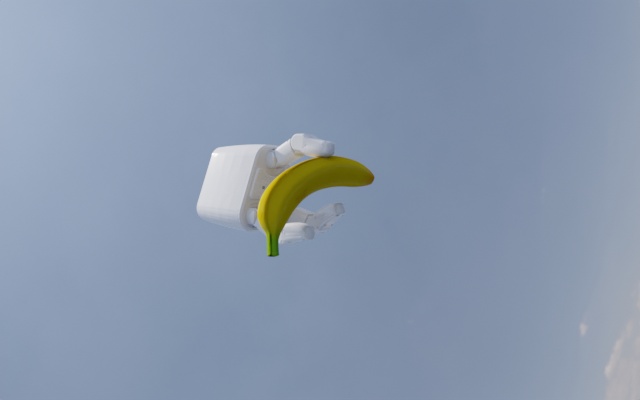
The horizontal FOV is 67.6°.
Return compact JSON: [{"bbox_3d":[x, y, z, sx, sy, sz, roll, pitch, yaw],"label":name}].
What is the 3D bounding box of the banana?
[{"bbox_3d":[-0.008,-0.014,0.541,0.037,0.070,0.197,0,25,44],"label":"banana"}]
